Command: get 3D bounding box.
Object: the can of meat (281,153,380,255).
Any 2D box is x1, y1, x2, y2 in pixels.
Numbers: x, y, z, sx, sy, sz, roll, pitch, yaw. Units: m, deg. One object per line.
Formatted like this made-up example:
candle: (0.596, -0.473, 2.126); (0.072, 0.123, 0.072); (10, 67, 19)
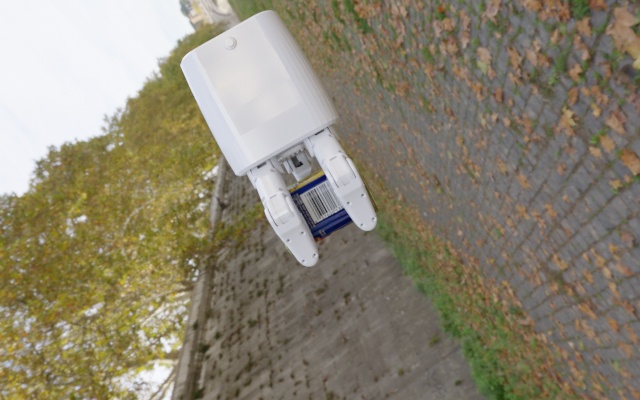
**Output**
can of meat: (0.000, 0.002, 0.436); (0.084, 0.057, 0.102); (-29, 5, 2)
